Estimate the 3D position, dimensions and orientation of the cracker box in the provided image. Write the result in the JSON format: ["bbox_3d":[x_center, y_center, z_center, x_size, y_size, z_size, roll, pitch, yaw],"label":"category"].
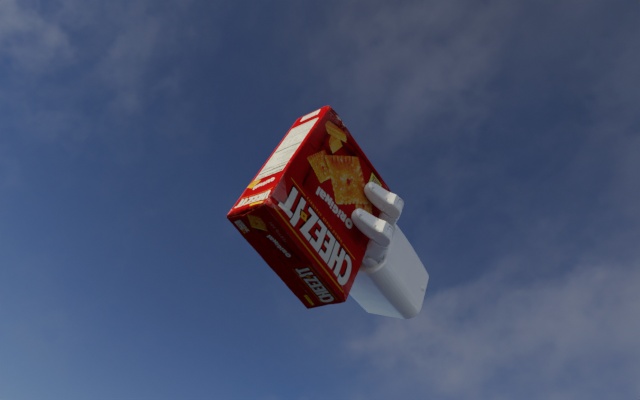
[{"bbox_3d":[0.000,0.002,0.617,0.072,0.164,0.213,-19,29,37],"label":"cracker box"}]
